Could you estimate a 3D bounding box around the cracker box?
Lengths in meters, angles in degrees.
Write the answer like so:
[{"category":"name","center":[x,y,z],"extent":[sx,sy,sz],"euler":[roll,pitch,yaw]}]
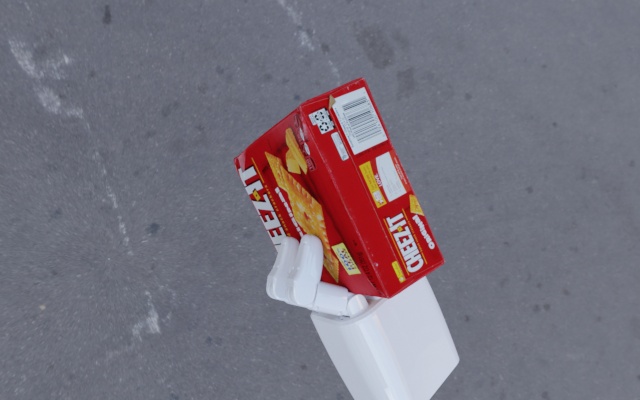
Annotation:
[{"category":"cracker box","center":[0.000,0.001,0.458],"extent":[0.072,0.164,0.214],"euler":[-27,5,-24]}]
